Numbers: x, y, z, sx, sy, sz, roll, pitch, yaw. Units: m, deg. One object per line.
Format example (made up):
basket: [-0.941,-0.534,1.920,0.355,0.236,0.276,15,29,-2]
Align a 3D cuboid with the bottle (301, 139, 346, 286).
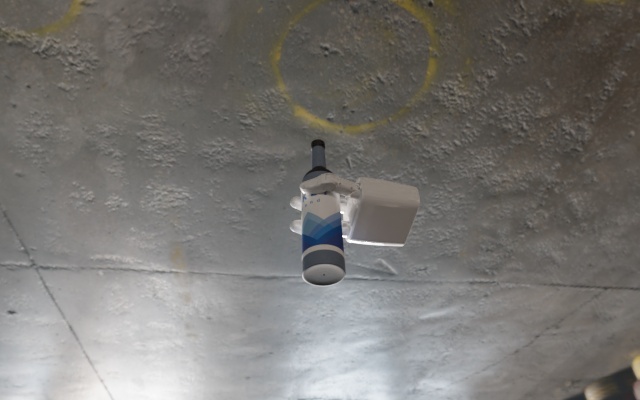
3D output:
bottle: [0.000,0.003,0.819,0.069,0.295,0.069,-2,-41,-1]
